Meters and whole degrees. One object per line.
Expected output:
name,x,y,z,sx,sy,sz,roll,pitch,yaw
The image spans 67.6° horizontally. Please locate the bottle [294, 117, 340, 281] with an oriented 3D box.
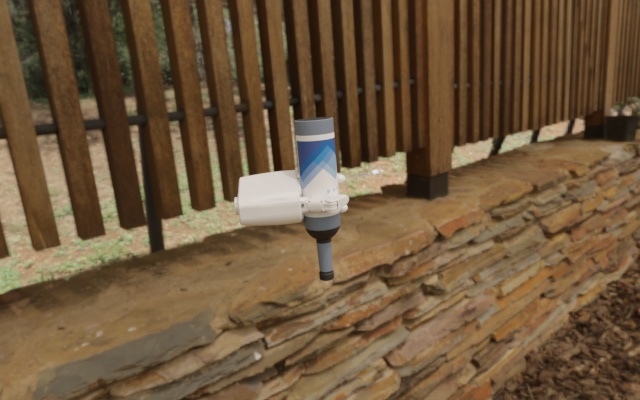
bottle,0.000,0.003,0.854,0.069,0.296,0.069,-4,14,1
